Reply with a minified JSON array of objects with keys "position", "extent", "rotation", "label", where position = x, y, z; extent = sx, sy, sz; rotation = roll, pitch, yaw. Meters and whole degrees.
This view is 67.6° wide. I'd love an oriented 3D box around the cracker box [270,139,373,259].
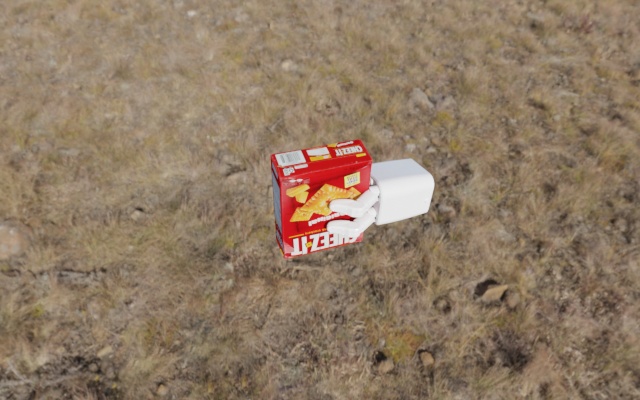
[{"position":[0.000,0.003,0.870],"extent":[0.164,0.214,0.072],"rotation":[-11,46,-13],"label":"cracker box"}]
